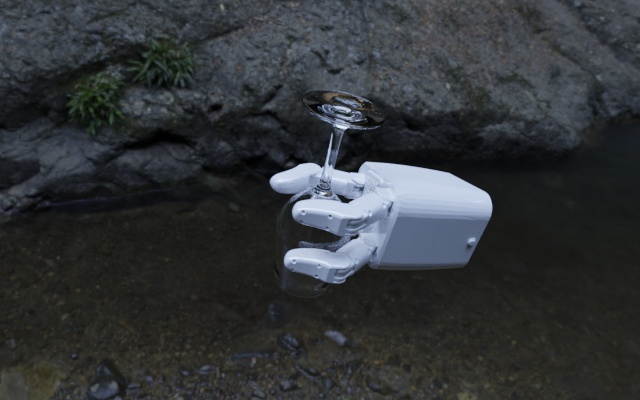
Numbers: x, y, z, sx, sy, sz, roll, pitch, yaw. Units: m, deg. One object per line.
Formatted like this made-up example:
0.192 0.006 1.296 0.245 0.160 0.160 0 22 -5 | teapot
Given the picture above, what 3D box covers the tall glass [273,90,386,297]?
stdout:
0.000 0.001 0.463 0.079 0.201 0.079 10 33 -7 | tall glass
